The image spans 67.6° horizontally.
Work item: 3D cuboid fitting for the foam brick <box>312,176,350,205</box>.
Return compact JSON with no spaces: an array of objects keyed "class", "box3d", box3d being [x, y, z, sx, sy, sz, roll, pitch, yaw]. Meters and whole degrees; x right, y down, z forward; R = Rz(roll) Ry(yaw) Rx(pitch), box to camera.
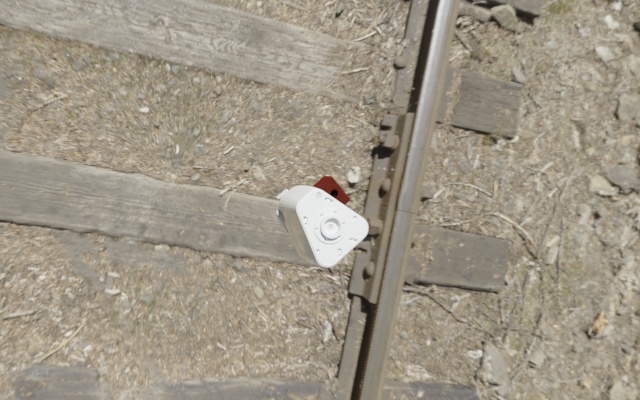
[{"class":"foam brick","box3d":[0.000,0.002,0.796,0.078,0.053,0.051,-41,12,-11]}]
